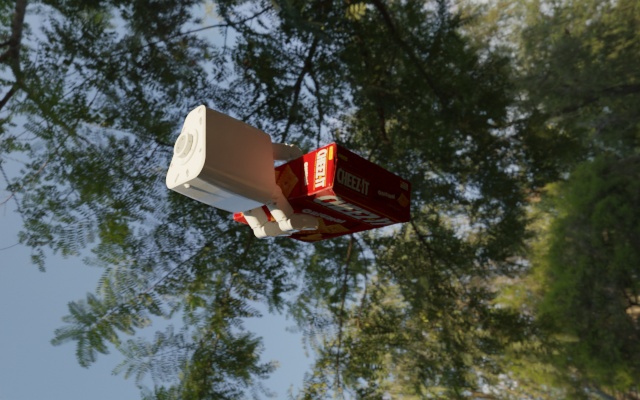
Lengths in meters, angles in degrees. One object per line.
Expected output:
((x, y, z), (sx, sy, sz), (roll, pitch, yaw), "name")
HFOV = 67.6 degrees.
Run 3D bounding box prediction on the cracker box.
((0.000, 0.002, 0.709), (0.164, 0.072, 0.214), (21, -26, -39), "cracker box")
